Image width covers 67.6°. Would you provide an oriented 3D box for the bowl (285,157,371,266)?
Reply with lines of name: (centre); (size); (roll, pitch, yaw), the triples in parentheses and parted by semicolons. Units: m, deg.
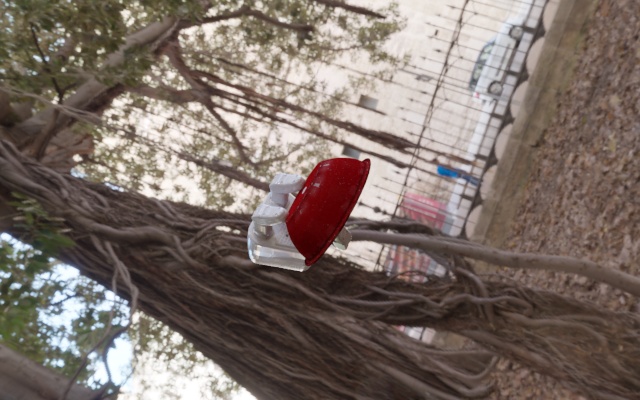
bowl: (0.000, 0.001, 0.619); (0.055, 0.162, 0.162); (31, -5, -8)
